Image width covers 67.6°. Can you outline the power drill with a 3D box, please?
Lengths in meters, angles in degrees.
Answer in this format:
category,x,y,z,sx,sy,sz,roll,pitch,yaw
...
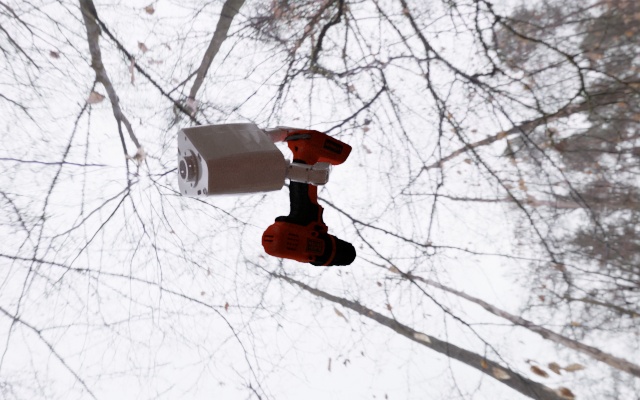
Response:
category,x,y,z,sx,sy,sz,roll,pitch,yaw
power drill,0.000,0.002,0.699,0.057,0.187,0.184,-2,-12,39
